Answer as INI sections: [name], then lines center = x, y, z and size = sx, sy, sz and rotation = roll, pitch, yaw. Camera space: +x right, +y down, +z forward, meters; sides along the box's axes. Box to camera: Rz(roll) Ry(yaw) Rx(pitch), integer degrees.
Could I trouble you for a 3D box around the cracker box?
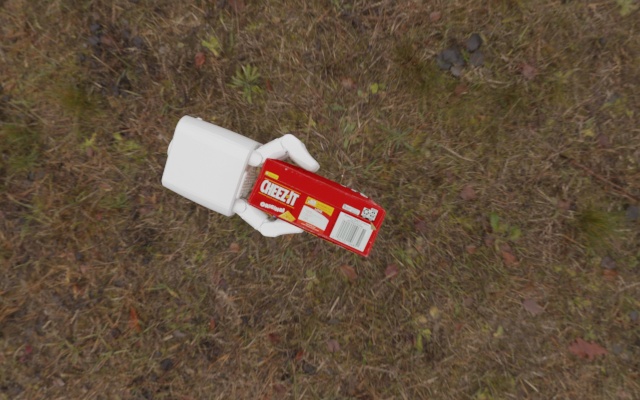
[cracker box]
center = 0.000, 0.002, 0.682
size = 0.164, 0.072, 0.213
rotation = 24, 4, 1
